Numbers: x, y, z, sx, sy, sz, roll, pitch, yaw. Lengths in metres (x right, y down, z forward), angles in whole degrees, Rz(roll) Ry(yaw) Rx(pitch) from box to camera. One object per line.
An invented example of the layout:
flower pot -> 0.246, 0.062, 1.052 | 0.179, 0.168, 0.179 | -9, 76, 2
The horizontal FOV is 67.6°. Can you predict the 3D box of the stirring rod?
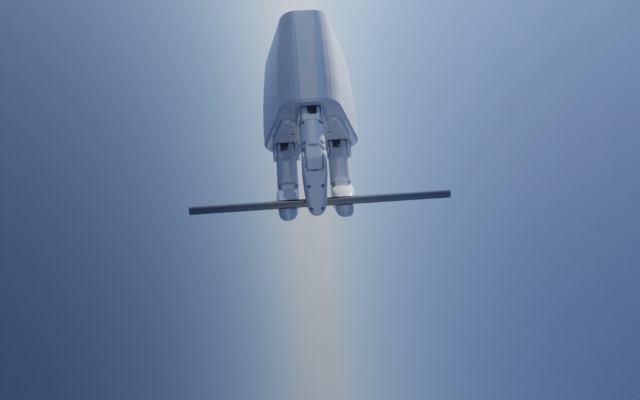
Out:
stirring rod -> 0.000, 0.001, 0.441 | 0.239, 0.011, 0.011 | -4, 0, -1
